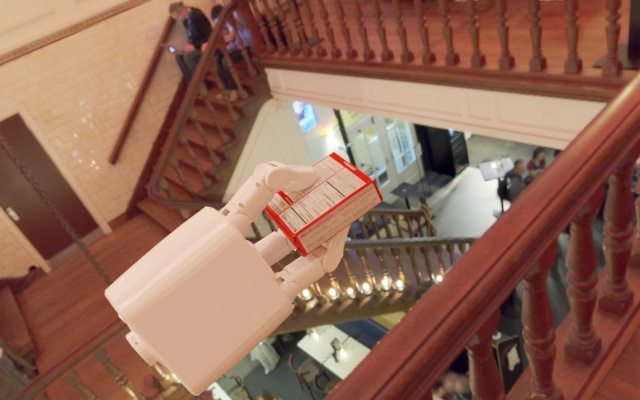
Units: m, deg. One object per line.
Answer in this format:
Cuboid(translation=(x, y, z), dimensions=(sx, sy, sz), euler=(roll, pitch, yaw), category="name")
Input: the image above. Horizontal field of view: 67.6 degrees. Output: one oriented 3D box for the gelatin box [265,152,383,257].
Cuboid(translation=(0.000, 0.001, 0.437), dimensions=(0.089, 0.030, 0.073), euler=(-36, 37, -9), category="gelatin box")
